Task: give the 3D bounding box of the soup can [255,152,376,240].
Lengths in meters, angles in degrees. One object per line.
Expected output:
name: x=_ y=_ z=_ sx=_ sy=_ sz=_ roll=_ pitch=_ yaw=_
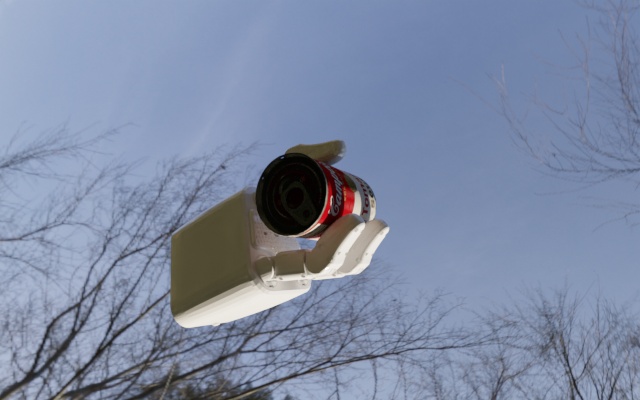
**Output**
soup can: x=0.001 y=0.001 z=0.424 sx=0.068 sy=0.068 sz=0.102 roll=0 pitch=-7 yaw=30
